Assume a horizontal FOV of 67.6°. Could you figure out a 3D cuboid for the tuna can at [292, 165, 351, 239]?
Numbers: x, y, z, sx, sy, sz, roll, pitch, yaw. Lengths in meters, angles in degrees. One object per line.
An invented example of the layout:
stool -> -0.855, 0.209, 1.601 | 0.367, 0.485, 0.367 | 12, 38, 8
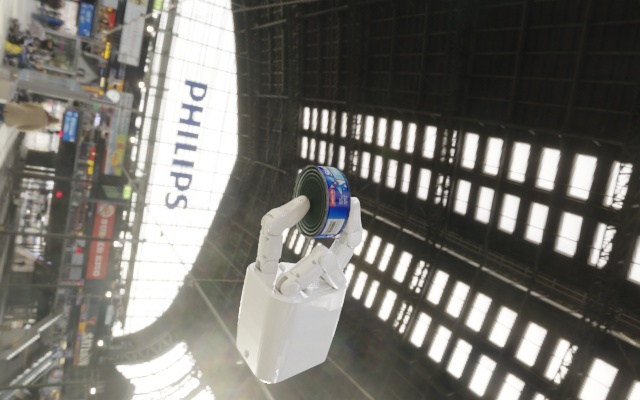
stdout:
tuna can -> 0.001, 0.002, 0.564 | 0.034, 0.086, 0.086 | 2, -1, -29
